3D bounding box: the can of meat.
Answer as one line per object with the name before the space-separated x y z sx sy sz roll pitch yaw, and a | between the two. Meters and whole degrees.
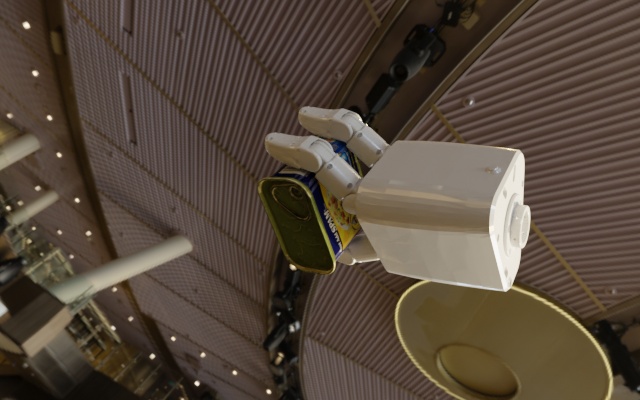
can of meat | 0.000 0.001 0.439 0.057 0.102 0.084 4 36 37
